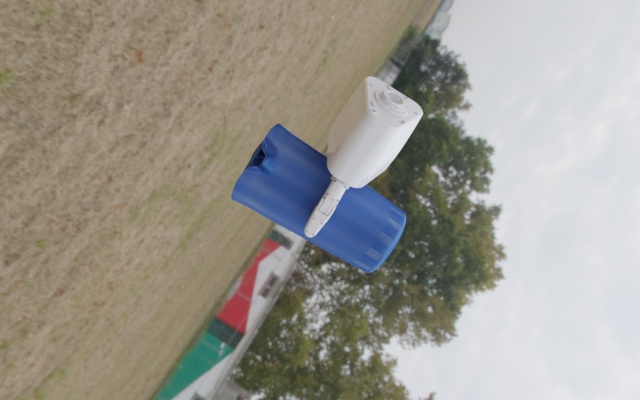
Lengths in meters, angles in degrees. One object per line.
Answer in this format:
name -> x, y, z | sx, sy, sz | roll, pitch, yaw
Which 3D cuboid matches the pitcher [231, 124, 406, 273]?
pitcher -> 0.000, 0.002, 0.725 | 0.243, 0.145, 0.149 | 32, 39, -1
